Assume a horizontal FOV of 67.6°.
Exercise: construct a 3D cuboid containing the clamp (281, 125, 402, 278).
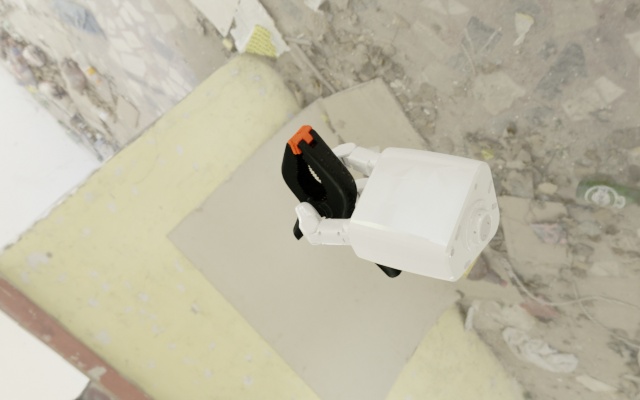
[{"bbox_3d":[0.000,0.002,0.557,0.164,0.210,0.036,12,52,40],"label":"clamp"}]
